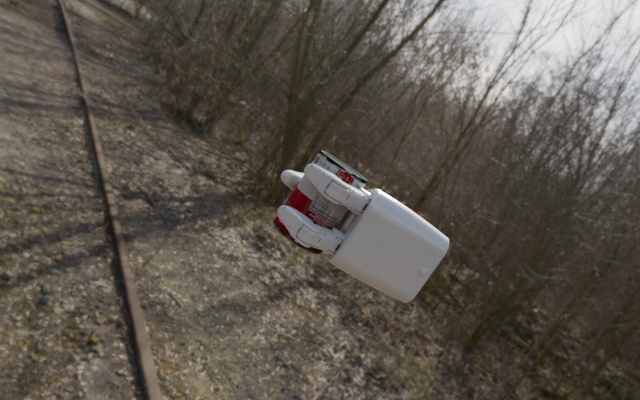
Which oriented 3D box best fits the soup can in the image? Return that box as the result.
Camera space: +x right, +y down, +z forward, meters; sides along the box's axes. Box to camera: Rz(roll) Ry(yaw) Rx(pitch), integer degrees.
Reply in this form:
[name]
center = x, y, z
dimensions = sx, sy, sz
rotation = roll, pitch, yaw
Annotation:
[soup can]
center = 0.000, 0.001, 0.555
dimensions = 0.068, 0.102, 0.068
rotation = 33, 9, -6
